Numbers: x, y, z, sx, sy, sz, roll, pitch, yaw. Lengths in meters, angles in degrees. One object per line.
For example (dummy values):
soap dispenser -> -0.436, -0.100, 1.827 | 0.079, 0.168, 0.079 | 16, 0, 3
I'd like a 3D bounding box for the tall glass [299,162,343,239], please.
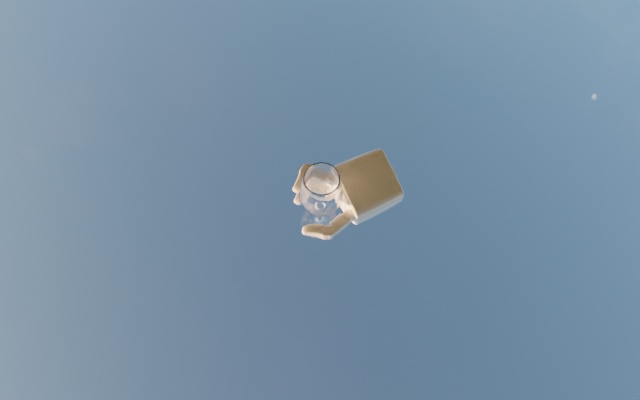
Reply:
tall glass -> 0.000, 0.003, 0.882 | 0.079, 0.079, 0.201 | 0, -23, -1
